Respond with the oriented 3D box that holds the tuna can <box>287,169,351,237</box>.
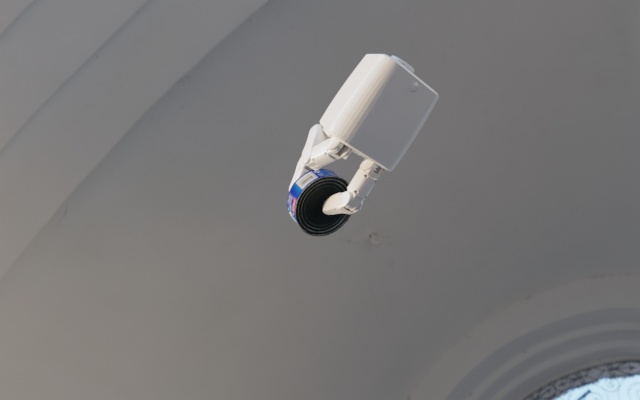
[{"bbox_3d":[0.000,0.002,0.631,0.086,0.086,0.033,0,24,-28],"label":"tuna can"}]
